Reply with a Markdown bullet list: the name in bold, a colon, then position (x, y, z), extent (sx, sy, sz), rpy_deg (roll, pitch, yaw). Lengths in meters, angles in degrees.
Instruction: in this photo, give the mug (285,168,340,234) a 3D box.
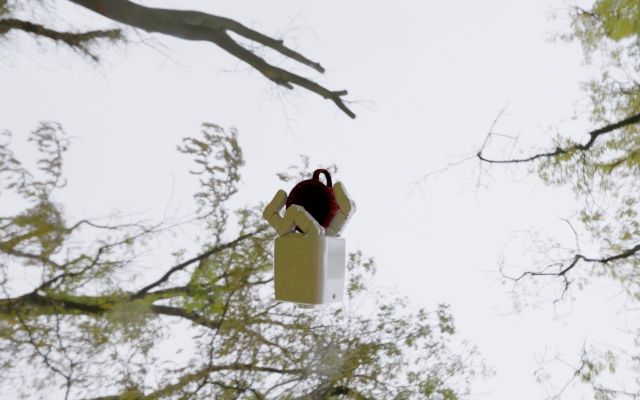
- **mug**: position (0.000, 0.001, 0.831), extent (0.093, 0.117, 0.081), rpy_deg (-1, -8, 30)
